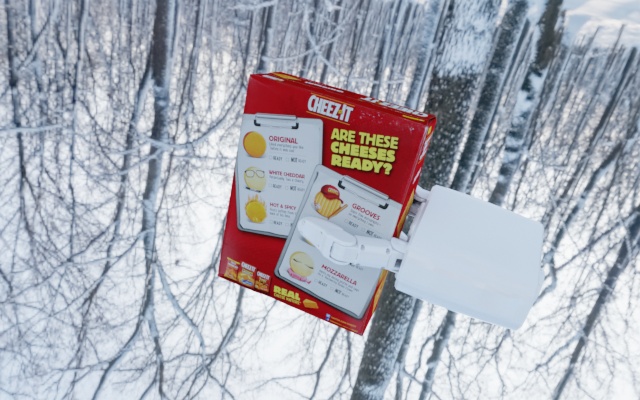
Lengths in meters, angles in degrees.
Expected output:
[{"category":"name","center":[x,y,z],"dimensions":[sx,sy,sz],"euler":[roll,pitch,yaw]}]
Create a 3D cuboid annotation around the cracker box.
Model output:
[{"category":"cracker box","center":[0.000,0.002,0.463],"dimensions":[0.164,0.214,0.072],"euler":[19,23,14]}]
